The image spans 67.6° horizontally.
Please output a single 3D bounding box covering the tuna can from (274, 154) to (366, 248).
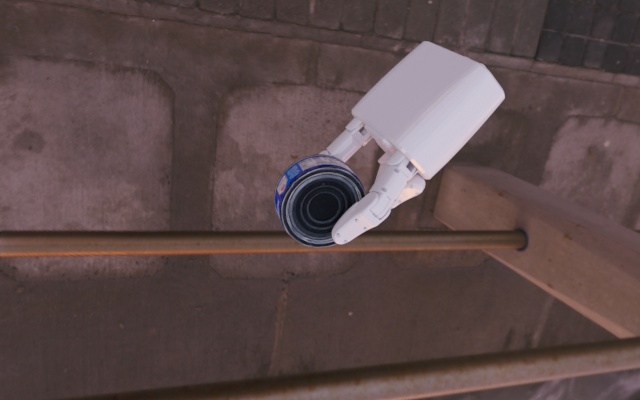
[{"bbox_3d":[0.000,0.002,0.458,0.086,0.086,0.033,0,24,-15],"label":"tuna can"}]
